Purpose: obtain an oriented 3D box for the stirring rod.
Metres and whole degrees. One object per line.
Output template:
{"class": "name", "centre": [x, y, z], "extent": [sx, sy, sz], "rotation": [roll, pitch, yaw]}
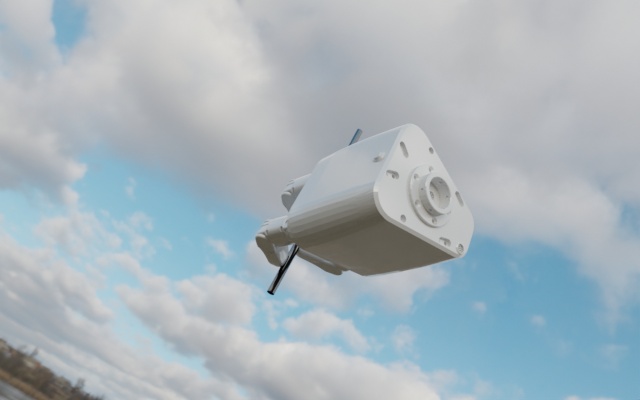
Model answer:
{"class": "stirring rod", "centre": [0.000, 0.002, 0.529], "extent": [0.011, 0.239, 0.011], "rotation": [20, -34, 14]}
